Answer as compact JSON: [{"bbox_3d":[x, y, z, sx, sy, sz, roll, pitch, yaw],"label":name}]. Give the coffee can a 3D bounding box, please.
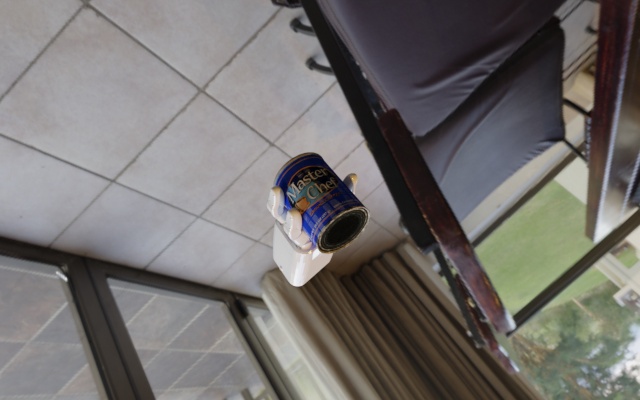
[{"bbox_3d":[0.000,0.002,0.788,0.103,0.103,0.140,0,41,-45],"label":"coffee can"}]
